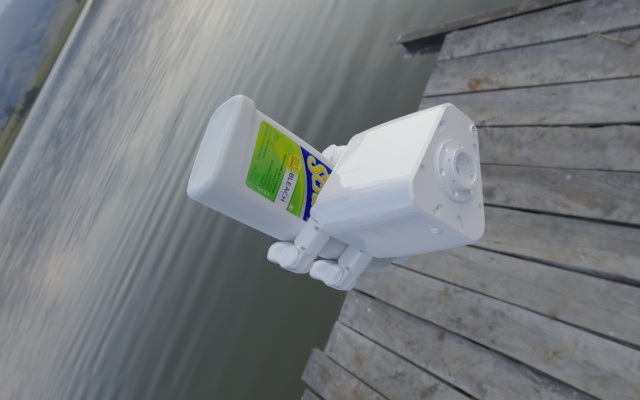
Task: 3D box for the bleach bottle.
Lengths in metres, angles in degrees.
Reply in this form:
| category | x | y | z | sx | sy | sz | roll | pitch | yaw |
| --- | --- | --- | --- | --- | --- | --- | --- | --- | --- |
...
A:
| category | x | y | z | sx | sy | sz | roll | pitch | yaw |
| --- | --- | --- | --- | --- | --- | --- | --- | --- | --- |
| bleach bottle | 0.000 | 0.002 | 0.479 | 0.251 | 0.102 | 0.068 | 27 | -25 | -32 |
